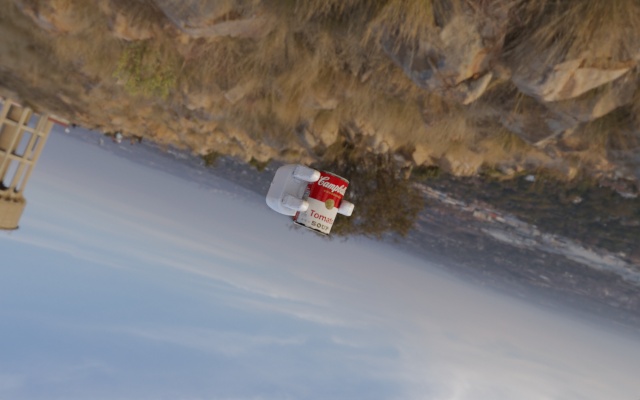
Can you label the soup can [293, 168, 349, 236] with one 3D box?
[{"bbox_3d":[0.000,0.003,0.836,0.068,0.102,0.068,21,-4,2],"label":"soup can"}]
